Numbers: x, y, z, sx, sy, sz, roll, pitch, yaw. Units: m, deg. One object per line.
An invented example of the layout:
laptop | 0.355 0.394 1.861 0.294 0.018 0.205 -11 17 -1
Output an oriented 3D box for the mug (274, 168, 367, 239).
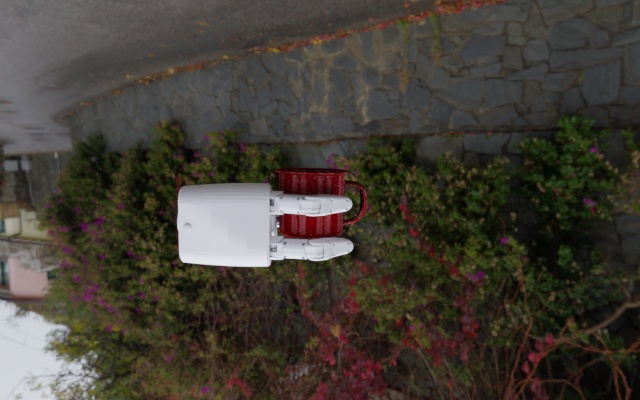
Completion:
mug | 0.002 0.002 0.605 0.117 0.081 0.093 1 7 -1
